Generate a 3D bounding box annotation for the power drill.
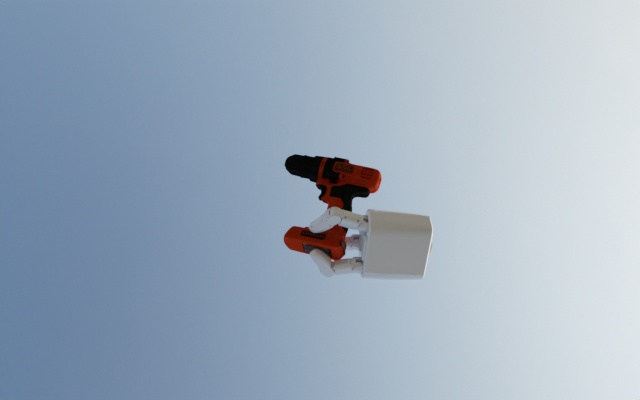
[{"bbox_3d":[0.000,0.003,0.847,0.184,0.187,0.057,12,-28,16],"label":"power drill"}]
